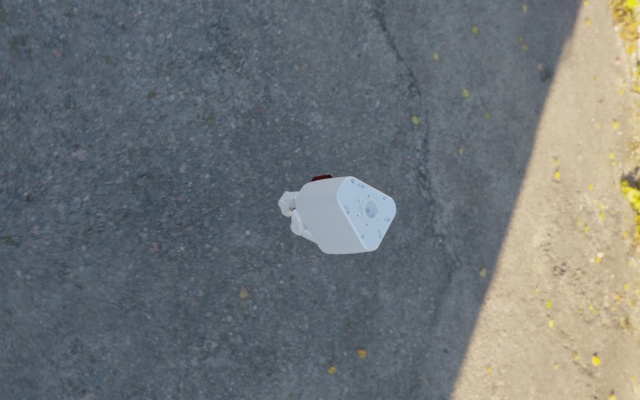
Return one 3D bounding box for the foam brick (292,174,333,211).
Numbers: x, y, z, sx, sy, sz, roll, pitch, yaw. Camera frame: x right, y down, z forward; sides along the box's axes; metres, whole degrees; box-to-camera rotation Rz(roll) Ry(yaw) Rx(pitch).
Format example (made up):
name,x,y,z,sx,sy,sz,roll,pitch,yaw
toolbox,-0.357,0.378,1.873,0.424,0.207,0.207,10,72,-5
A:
name,x,y,z,sx,sy,sz,roll,pitch,yaw
foam brick,0.000,0.002,0.803,0.053,0.078,0.051,43,-27,-23
